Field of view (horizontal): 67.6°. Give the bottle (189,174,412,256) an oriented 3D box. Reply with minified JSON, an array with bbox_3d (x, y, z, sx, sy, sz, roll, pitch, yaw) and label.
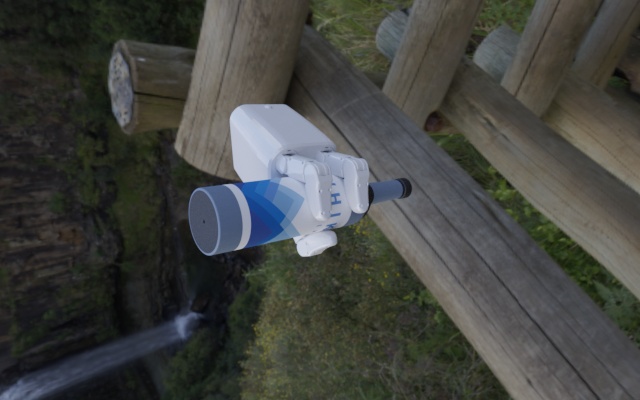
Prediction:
[{"bbox_3d":[0.000,0.002,0.552,0.295,0.069,0.069,-9,6,-39],"label":"bottle"}]
